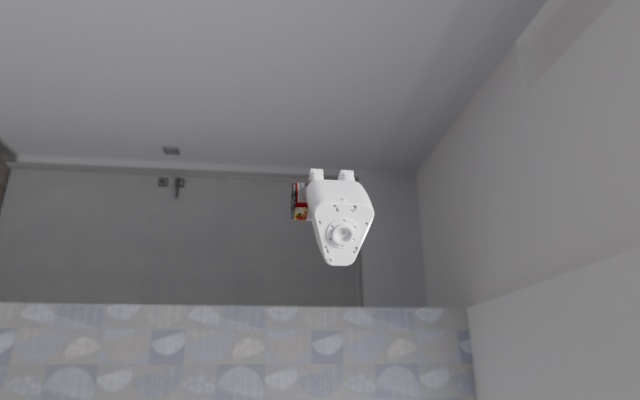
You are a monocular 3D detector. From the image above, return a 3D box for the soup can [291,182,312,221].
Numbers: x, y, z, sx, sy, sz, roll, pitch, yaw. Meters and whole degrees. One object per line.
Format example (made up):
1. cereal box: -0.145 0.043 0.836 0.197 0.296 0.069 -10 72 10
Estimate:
1. soup can: 0.000 0.003 0.852 0.102 0.068 0.068 2 0 -7
